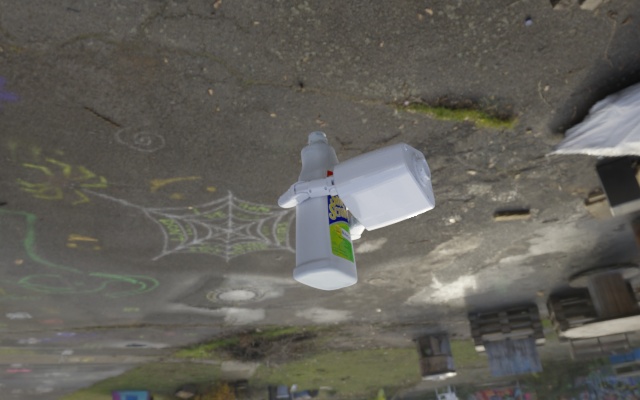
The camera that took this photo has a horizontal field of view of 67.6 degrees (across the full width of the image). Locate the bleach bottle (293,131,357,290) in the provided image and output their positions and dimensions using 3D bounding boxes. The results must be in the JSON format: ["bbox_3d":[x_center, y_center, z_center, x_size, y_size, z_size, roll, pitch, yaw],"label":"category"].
[{"bbox_3d":[0.000,0.002,0.727,0.068,0.250,0.103,-19,-30,27],"label":"bleach bottle"}]
